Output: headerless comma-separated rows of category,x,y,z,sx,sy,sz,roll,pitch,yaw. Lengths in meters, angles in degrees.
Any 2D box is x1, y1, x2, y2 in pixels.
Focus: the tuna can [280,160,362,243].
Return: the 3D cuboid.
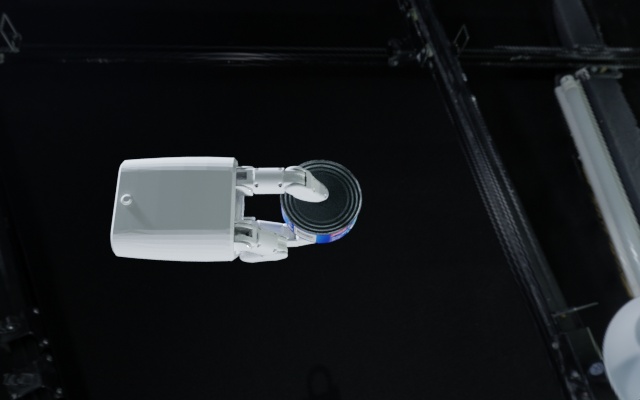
tuna can,0.000,0.002,0.514,0.086,0.086,0.034,0,-24,-3
